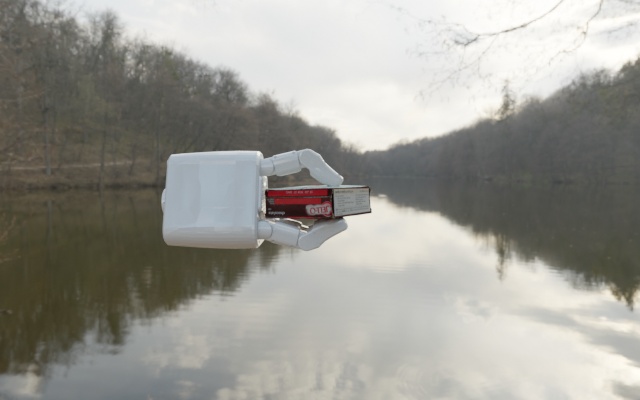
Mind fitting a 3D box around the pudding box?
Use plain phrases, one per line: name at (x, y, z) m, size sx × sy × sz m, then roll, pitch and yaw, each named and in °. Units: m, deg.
pudding box at (0.000, 0.002, 0.573) m, size 0.090 × 0.039 × 0.113 m, roll 0°, pitch 4°, yaw 28°
